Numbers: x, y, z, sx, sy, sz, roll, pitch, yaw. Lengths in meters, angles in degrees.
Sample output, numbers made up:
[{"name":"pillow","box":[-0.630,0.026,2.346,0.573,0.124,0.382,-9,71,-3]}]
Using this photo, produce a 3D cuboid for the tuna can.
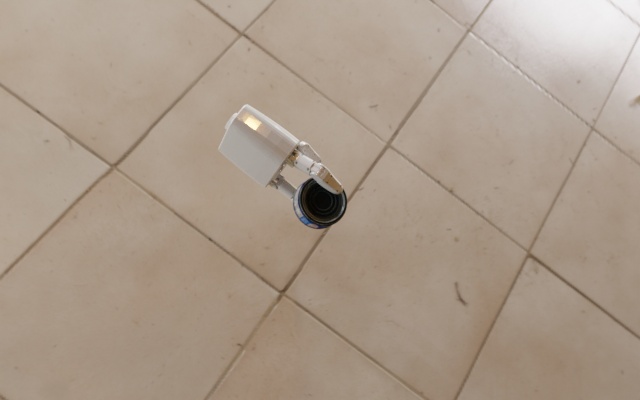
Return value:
[{"name":"tuna can","box":[0.000,0.002,0.783,0.086,0.086,0.034,0,-11,-19]}]
